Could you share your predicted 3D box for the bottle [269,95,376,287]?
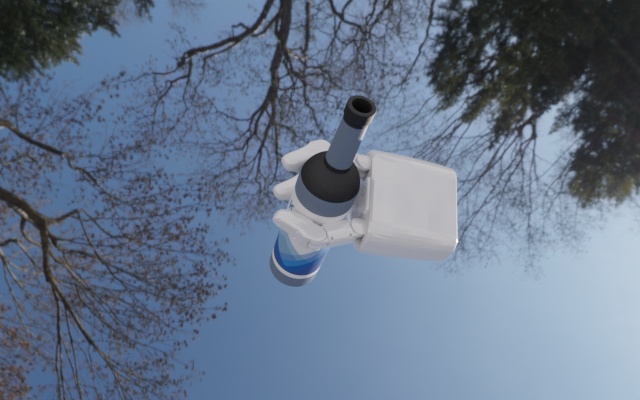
[{"bbox_3d":[0.000,0.002,0.536,0.069,0.069,0.296,0,-36,-18],"label":"bottle"}]
